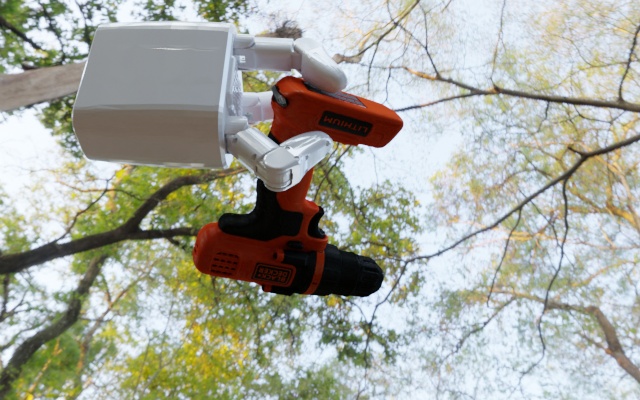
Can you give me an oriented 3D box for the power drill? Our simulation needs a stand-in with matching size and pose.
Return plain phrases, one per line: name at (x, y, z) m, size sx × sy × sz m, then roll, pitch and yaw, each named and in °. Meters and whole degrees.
power drill at (0.000, 0.001, 0.415) m, size 0.184 × 0.188 × 0.057 m, roll 13°, pitch 22°, yaw -23°
